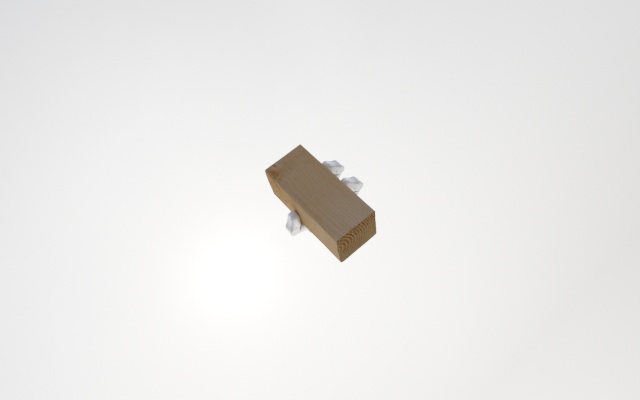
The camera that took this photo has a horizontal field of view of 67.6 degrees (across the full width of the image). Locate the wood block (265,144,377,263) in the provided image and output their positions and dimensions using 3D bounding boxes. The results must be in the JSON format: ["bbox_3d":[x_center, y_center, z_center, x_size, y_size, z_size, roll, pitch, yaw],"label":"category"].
[{"bbox_3d":[0.000,0.003,0.883,0.091,0.206,0.090,-39,-29,-15],"label":"wood block"}]
